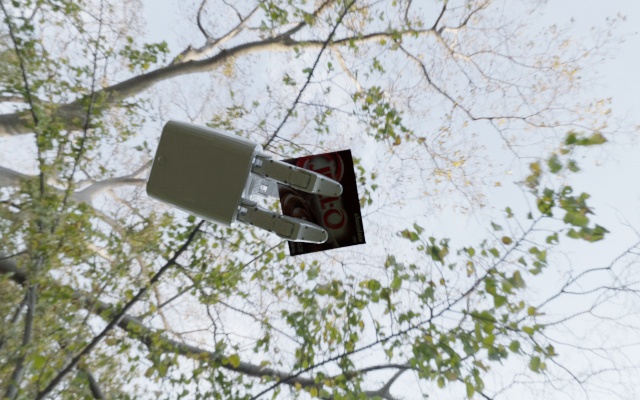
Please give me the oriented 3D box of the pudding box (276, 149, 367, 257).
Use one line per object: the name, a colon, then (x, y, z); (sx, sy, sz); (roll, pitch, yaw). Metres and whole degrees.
pudding box: (0.000, 0.002, 0.557); (0.090, 0.113, 0.039); (-10, 5, 2)
